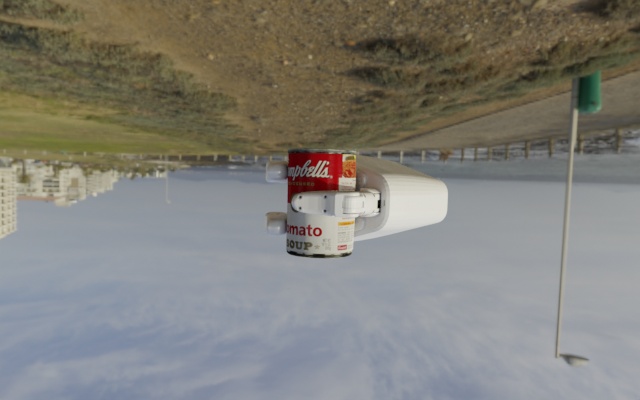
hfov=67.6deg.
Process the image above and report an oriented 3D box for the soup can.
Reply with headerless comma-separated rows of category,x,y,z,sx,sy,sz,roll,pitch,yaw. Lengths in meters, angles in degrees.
soup can,0.000,0.002,0.473,0.068,0.102,0.068,2,3,0
